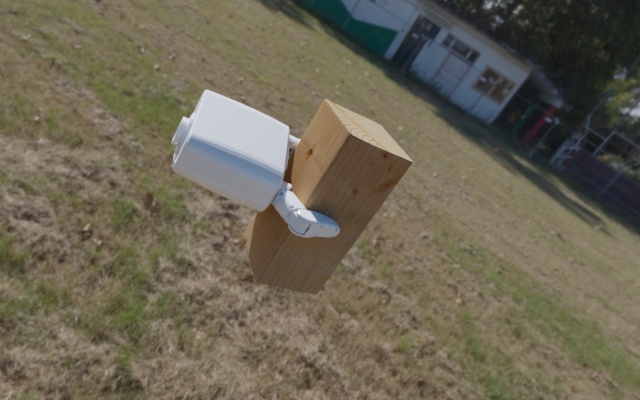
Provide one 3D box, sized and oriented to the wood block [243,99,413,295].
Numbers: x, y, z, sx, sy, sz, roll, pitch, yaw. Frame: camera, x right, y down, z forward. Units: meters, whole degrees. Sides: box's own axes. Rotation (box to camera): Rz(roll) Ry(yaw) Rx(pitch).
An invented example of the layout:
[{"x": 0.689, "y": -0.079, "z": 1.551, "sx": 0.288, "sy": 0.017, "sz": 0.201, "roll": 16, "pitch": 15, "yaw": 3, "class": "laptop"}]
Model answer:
[{"x": 0.000, "y": 0.002, "z": 0.563, "sx": 0.090, "sy": 0.206, "sz": 0.090, "roll": 18, "pitch": 27, "yaw": -32, "class": "wood block"}]
